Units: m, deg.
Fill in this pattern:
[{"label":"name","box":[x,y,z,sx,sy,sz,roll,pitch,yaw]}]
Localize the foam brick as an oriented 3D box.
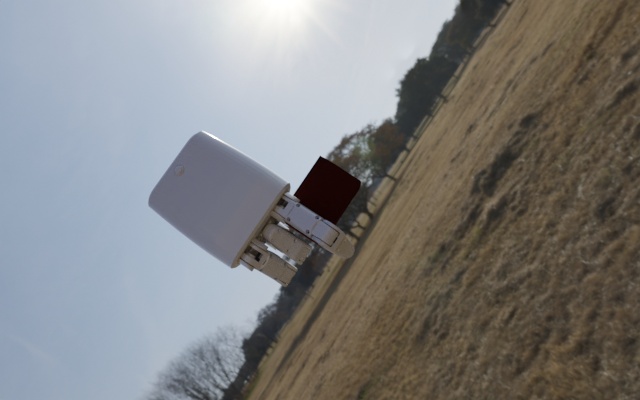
[{"label":"foam brick","box":[0.000,0.001,0.497,0.051,0.078,0.053,33,-6,5]}]
